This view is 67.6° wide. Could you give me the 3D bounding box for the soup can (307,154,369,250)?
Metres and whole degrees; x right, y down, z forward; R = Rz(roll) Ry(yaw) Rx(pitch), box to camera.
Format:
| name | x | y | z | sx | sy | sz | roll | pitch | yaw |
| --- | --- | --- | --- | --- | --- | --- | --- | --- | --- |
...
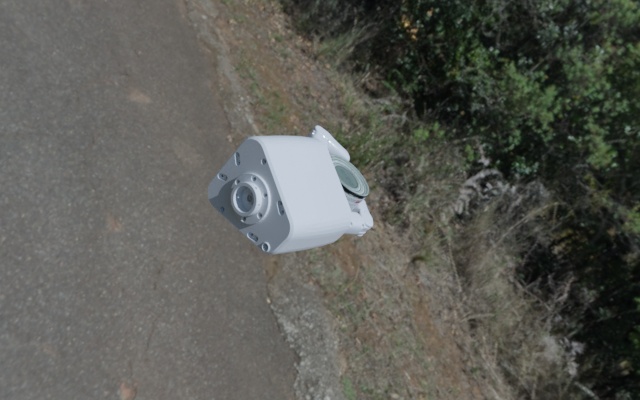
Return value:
| name | x | y | z | sx | sy | sz | roll | pitch | yaw |
| --- | --- | --- | --- | --- | --- | --- | --- | --- | --- |
| soup can | 0.001 | 0.002 | 0.573 | 0.102 | 0.068 | 0.068 | -45 | -24 | 27 |
